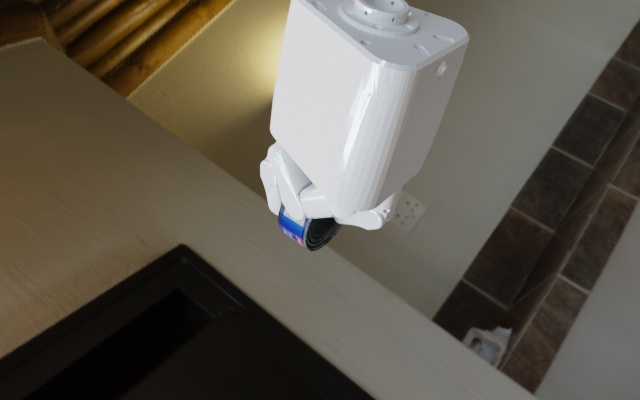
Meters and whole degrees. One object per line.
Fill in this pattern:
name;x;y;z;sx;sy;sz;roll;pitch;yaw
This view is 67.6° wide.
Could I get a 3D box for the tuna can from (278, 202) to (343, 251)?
tuna can;0.000;0.001;0.438;0.033;0.086;0.086;31;12;21
